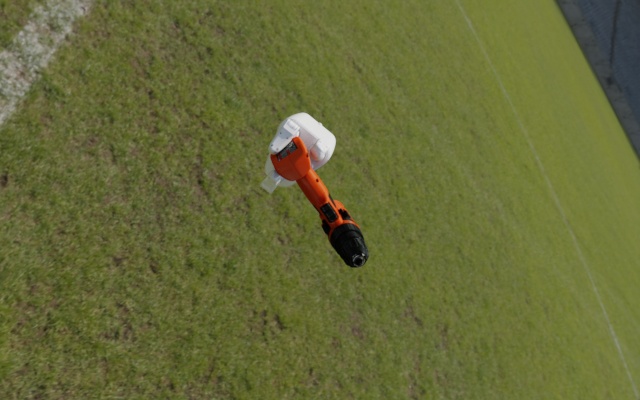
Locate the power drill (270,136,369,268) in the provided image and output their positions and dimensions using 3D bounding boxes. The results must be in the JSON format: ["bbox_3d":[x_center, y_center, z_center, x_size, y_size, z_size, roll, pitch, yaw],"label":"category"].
[{"bbox_3d":[0.000,0.002,0.734,0.057,0.188,0.184,-33,26,1],"label":"power drill"}]
